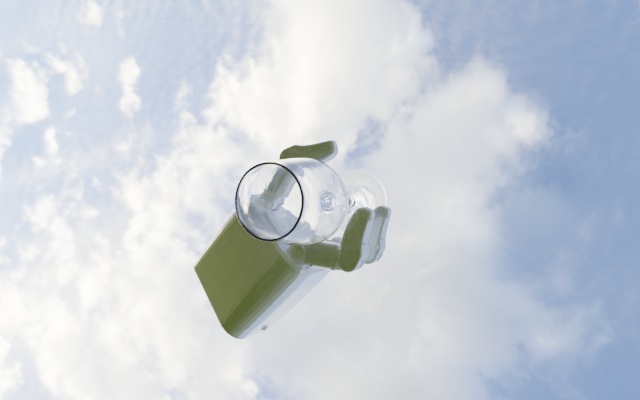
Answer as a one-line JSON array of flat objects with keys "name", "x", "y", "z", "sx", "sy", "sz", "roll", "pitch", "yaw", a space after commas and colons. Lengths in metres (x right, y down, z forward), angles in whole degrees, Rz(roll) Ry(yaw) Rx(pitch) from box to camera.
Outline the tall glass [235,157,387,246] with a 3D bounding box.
[{"name": "tall glass", "x": 0.000, "y": 0.001, "z": 0.458, "sx": 0.079, "sy": 0.079, "sz": 0.201, "roll": 0, "pitch": -1, "yaw": 24}]
